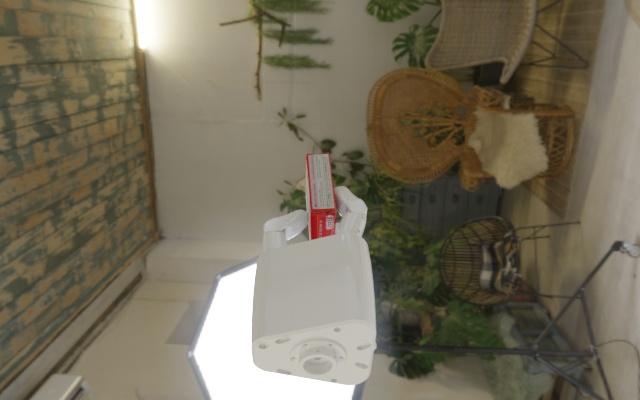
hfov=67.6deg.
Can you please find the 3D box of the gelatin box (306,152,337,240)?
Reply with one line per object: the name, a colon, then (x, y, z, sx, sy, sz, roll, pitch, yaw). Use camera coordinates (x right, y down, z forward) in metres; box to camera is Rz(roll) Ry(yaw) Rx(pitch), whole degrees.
gelatin box: (0.000, 0.002, 0.546, 0.030, 0.089, 0.073, -3, -40, -4)
